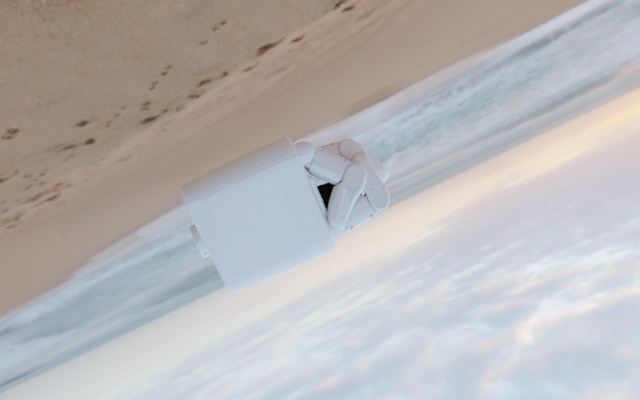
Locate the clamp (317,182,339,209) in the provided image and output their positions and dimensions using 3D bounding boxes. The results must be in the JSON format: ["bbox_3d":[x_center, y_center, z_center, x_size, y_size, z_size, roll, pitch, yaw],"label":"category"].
[{"bbox_3d":[0.000,0.002,0.543,0.120,0.039,0.171,-24,-5,-6],"label":"clamp"}]
